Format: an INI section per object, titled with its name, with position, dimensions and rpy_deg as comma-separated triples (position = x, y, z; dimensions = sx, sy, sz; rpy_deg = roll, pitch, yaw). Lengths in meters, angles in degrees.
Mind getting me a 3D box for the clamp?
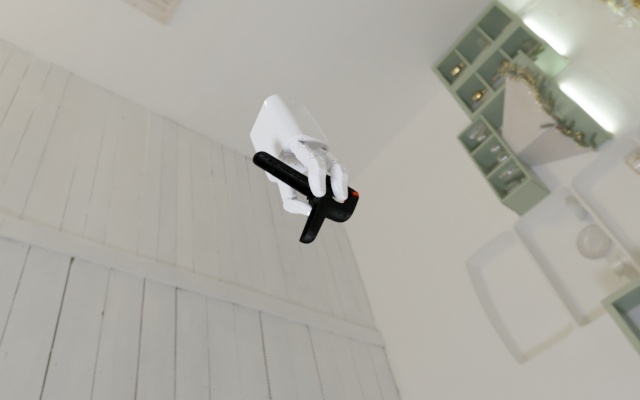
[clamp]
position = 0.000, 0.003, 0.757
dimensions = 0.210, 0.164, 0.036
rpy_deg = 10, -45, -49
